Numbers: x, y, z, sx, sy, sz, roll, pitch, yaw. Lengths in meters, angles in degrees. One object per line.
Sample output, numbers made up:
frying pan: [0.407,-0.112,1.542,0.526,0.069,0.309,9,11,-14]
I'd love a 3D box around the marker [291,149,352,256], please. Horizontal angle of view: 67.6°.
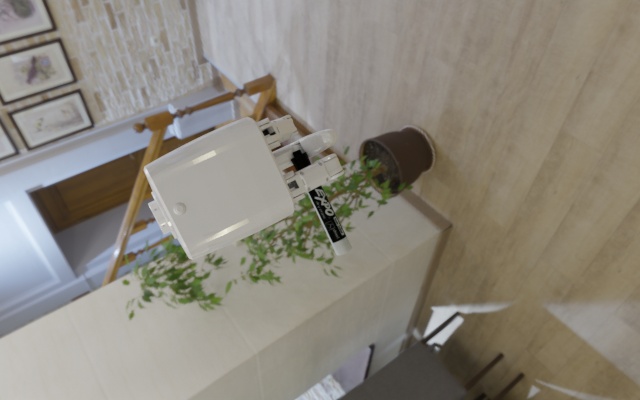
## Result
marker: [0.000,0.002,0.511,0.020,0.121,0.020,-25,6,3]
